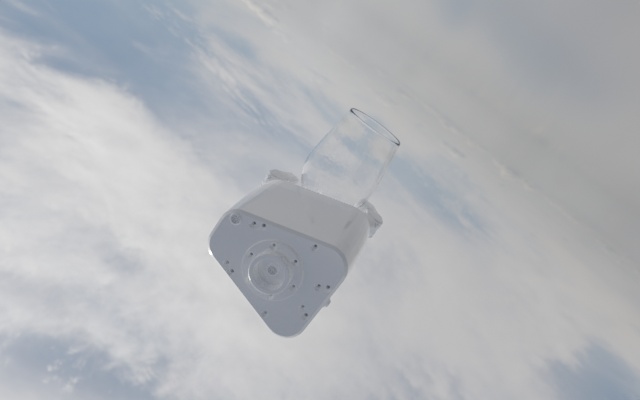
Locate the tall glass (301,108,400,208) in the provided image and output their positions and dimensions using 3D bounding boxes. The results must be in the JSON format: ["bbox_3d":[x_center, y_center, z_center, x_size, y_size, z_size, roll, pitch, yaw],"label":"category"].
[{"bbox_3d":[0.000,0.002,0.510,0.079,0.201,0.079,32,19,-12],"label":"tall glass"}]
